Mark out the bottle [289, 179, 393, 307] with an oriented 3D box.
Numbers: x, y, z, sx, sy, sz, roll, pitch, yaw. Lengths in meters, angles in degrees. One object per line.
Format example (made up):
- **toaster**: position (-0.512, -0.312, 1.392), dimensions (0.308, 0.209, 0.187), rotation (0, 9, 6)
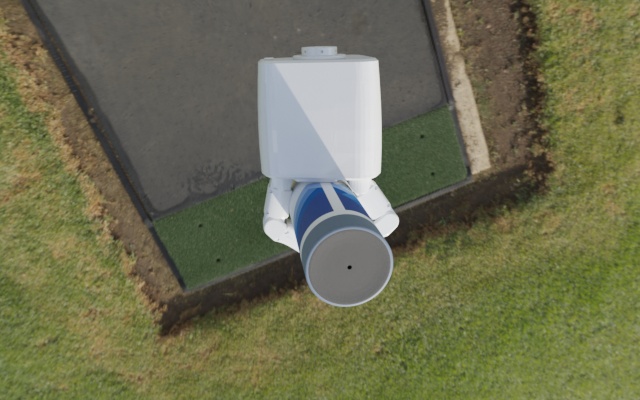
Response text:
- **bottle**: position (0.000, 0.002, 0.487), dimensions (0.069, 0.069, 0.295), rotation (0, 19, -9)
